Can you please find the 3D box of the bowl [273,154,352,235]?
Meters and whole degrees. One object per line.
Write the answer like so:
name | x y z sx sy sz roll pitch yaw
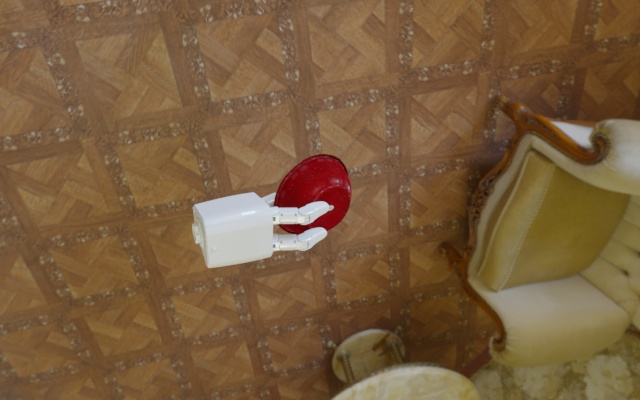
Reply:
bowl | 0.001 0.002 0.834 0.162 0.162 0.055 0 28 -41
